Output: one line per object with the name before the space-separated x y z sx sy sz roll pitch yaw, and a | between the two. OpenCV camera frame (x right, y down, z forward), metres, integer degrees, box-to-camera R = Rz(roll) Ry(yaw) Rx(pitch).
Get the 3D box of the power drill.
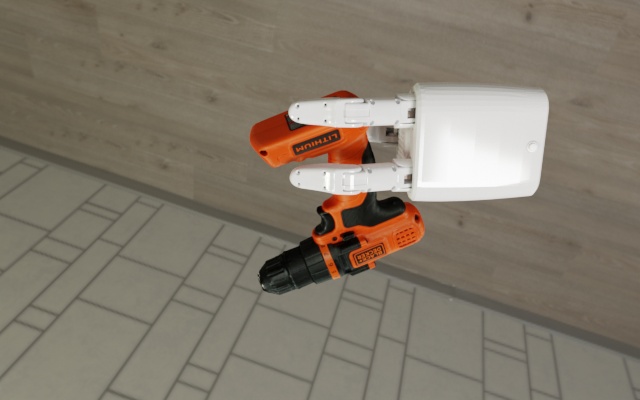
power drill | 0.000 0.001 0.467 0.184 0.188 0.057 -23 37 -1
